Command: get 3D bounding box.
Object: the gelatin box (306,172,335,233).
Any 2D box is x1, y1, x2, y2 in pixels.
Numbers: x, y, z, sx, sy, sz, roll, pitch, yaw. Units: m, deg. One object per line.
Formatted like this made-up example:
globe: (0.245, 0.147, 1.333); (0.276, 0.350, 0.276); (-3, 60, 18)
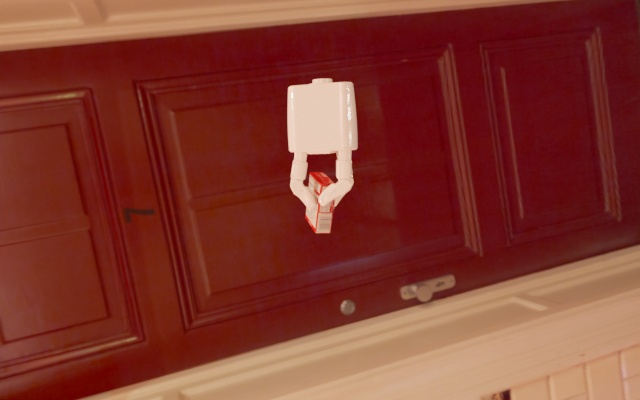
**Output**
gelatin box: (0.000, 0.003, 0.823); (0.030, 0.089, 0.073); (1, 19, -17)
